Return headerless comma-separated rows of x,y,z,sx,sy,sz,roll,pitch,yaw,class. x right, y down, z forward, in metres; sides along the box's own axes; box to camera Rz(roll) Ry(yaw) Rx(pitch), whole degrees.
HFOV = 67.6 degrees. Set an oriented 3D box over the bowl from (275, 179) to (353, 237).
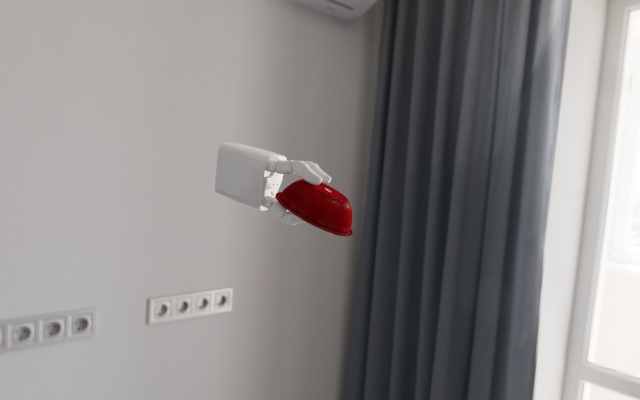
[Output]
0.002,0.003,0.886,0.162,0.055,0.162,27,11,-6,bowl
